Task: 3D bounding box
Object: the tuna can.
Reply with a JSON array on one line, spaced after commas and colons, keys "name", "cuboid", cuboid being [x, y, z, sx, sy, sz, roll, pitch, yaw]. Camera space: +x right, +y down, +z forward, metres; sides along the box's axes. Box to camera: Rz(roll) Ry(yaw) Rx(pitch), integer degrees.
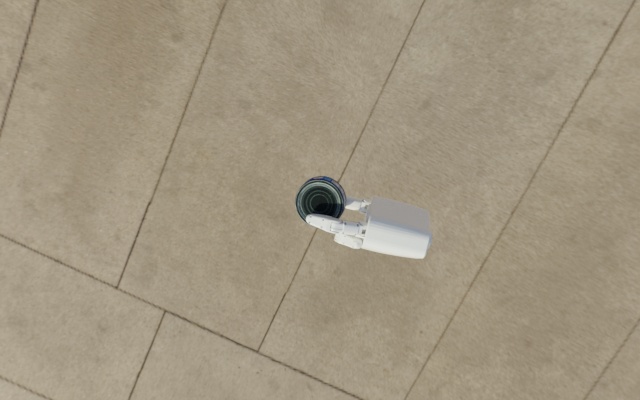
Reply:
[{"name": "tuna can", "cuboid": [0.000, 0.003, 0.816, 0.086, 0.086, 0.033, 0, 12, 10]}]
